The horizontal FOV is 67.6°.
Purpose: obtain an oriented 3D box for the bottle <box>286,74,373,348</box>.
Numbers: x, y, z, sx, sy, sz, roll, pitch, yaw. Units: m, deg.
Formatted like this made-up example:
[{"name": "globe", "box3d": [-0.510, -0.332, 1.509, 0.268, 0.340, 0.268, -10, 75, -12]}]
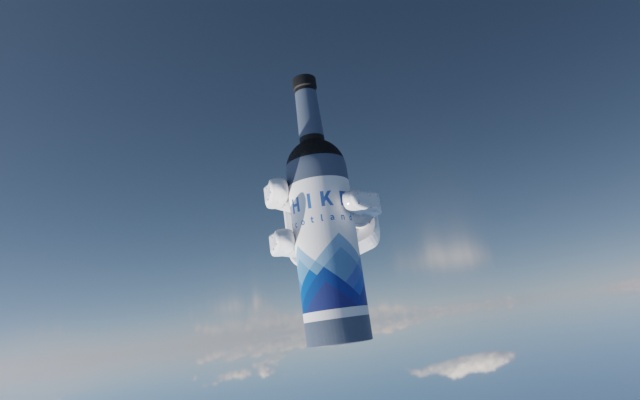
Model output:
[{"name": "bottle", "box3d": [0.000, 0.002, 0.512, 0.069, 0.295, 0.069, -7, -15, -2]}]
